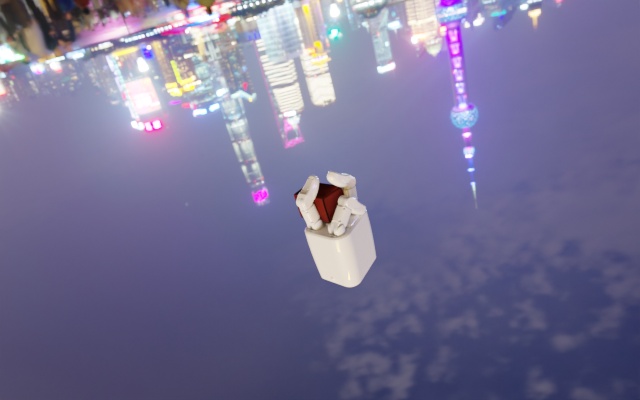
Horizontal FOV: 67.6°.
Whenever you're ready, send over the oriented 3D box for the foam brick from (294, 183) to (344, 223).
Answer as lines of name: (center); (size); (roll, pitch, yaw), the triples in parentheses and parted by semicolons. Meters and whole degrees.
foam brick: (0.000, 0.003, 0.862); (0.078, 0.051, 0.053); (11, 37, 46)
